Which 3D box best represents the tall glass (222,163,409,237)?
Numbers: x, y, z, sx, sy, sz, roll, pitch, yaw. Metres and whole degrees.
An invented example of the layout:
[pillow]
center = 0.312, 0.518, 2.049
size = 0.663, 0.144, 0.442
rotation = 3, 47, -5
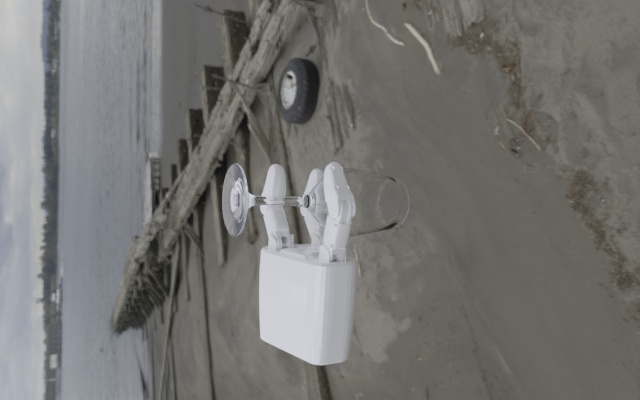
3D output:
[tall glass]
center = 0.000, 0.002, 0.526
size = 0.201, 0.079, 0.079
rotation = 1, 0, -29
